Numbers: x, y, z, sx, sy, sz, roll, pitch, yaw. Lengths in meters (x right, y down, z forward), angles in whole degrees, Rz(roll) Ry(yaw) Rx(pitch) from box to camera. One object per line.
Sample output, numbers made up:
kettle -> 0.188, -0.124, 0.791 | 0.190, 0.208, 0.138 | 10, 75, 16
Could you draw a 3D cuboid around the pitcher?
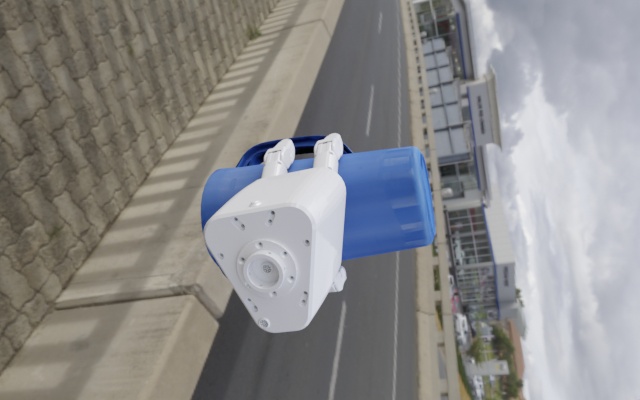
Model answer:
pitcher -> 0.000, 0.002, 0.545 | 0.243, 0.149, 0.145 | -9, 13, 16
